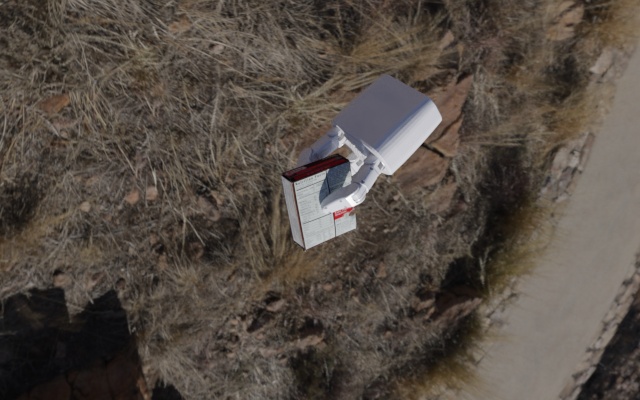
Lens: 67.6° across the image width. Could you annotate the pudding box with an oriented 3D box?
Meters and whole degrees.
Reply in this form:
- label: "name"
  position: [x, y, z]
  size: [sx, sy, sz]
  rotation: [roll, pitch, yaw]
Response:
- label: "pudding box"
  position: [0.000, 0.002, 0.653]
  size: [0.090, 0.113, 0.039]
  rotation: [-21, 30, -22]
